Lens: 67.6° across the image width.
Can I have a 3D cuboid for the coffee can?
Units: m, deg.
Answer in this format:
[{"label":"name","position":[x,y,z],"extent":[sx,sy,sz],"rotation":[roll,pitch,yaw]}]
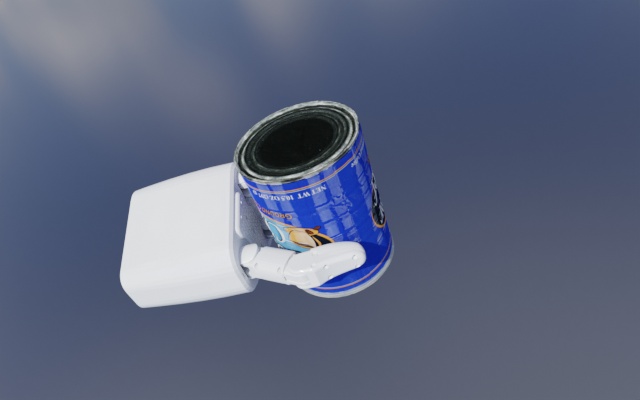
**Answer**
[{"label":"coffee can","position":[0.000,0.001,0.414],"extent":[0.103,0.140,0.102],"rotation":[-13,40,11]}]
